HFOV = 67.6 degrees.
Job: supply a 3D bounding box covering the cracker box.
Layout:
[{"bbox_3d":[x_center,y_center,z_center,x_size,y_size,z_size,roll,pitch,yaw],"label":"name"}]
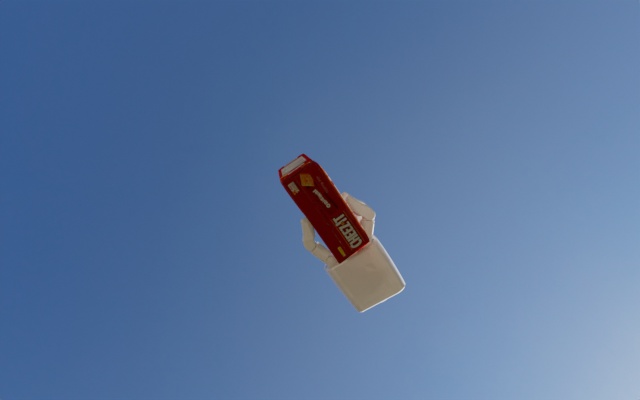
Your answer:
[{"bbox_3d":[0.000,0.003,0.847,0.072,0.164,0.213,-36,11,0],"label":"cracker box"}]
